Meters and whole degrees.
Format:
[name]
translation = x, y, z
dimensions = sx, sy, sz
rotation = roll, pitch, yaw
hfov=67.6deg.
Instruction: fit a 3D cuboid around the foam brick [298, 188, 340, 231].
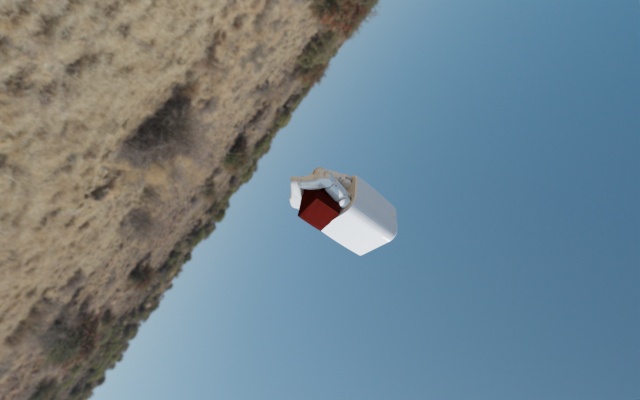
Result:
[foam brick]
translation = 0.000, 0.003, 0.820
dimensions = 0.051, 0.053, 0.078
rotation = 37, 31, -19
